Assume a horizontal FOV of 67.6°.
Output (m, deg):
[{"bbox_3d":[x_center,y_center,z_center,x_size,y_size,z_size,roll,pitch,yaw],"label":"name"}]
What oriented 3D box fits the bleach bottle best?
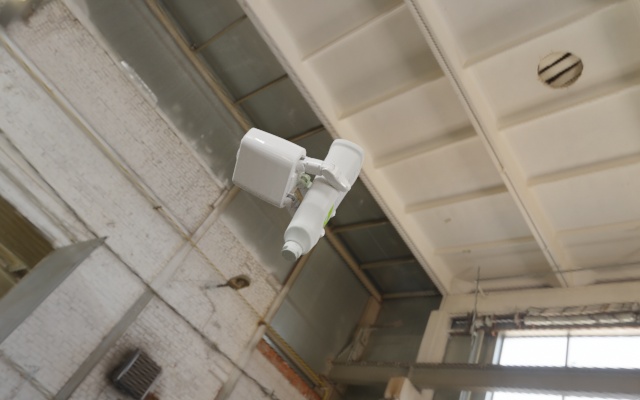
[{"bbox_3d":[0.000,0.003,0.849,0.068,0.103,0.250,23,49,9],"label":"bleach bottle"}]
